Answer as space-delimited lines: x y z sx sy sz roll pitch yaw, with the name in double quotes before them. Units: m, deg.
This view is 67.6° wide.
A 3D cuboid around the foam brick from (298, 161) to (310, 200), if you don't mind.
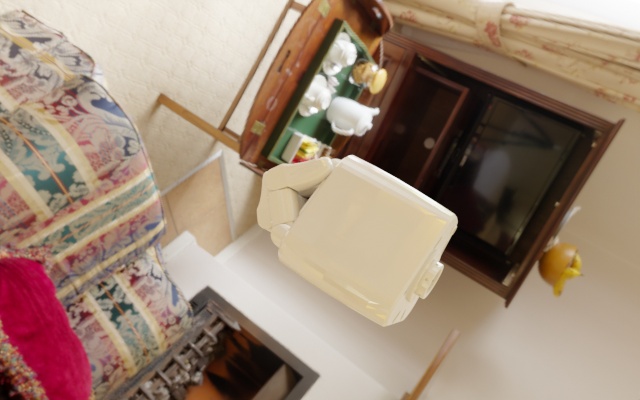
"foam brick" 0.000 0.002 0.488 0.051 0.053 0.078 30 2 23
